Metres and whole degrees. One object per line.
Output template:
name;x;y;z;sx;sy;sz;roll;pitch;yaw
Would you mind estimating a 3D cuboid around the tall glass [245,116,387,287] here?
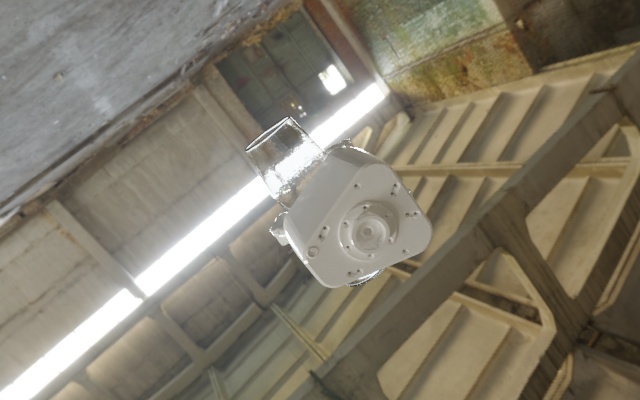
tall glass;0.000;0.002;0.548;0.079;0.201;0.079;-35;16;11
